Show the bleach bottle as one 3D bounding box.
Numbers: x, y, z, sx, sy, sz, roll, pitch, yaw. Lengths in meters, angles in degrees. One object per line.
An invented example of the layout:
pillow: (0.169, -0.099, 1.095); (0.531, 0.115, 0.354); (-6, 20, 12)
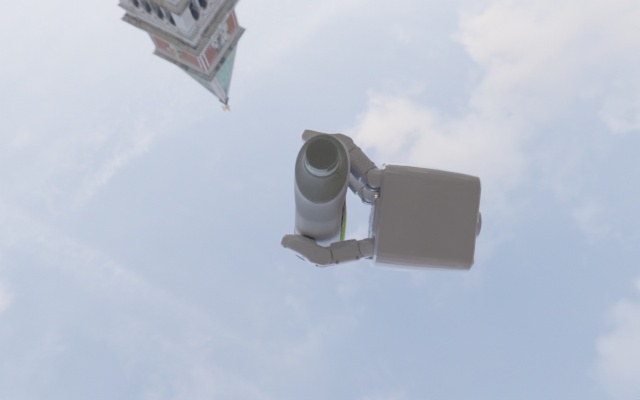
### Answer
bleach bottle: (0.000, 0.002, 0.526); (0.068, 0.102, 0.251); (6, -15, 2)
